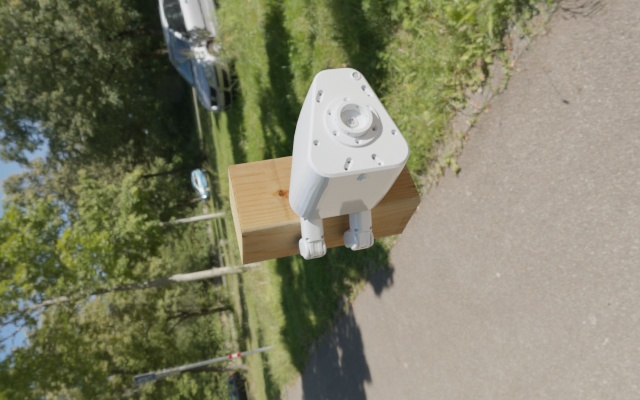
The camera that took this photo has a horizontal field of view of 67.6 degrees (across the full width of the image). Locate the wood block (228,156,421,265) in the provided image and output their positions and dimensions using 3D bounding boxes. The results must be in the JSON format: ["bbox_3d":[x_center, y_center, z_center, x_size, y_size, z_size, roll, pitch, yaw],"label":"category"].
[{"bbox_3d":[0.000,0.001,0.576,0.206,0.090,0.090,-9,-29,-14],"label":"wood block"}]
